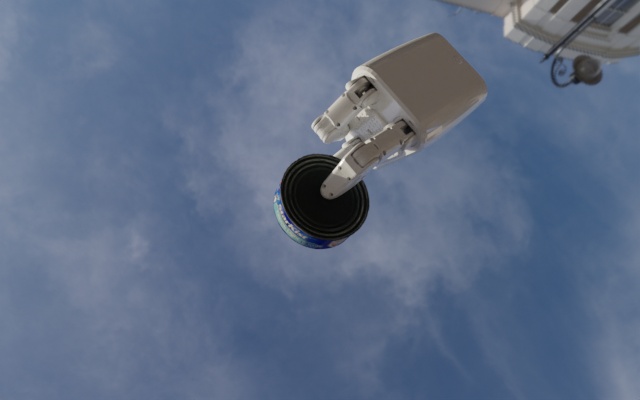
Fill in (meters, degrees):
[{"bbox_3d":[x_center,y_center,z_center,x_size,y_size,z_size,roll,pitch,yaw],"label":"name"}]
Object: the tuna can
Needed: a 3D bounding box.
[{"bbox_3d":[0.000,0.002,0.447,0.086,0.086,0.034,0,-23,-20],"label":"tuna can"}]
